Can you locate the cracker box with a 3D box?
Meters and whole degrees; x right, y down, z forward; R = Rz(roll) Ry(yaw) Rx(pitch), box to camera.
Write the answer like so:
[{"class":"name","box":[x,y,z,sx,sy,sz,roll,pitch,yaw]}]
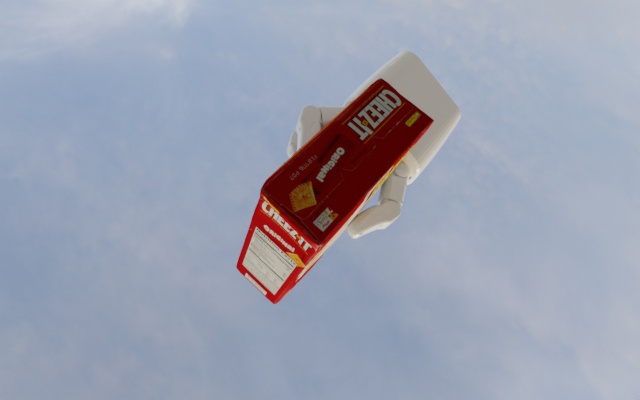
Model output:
[{"class":"cracker box","box":[0.000,0.002,0.476,0.164,0.072,0.214,-47,-6,-27]}]
